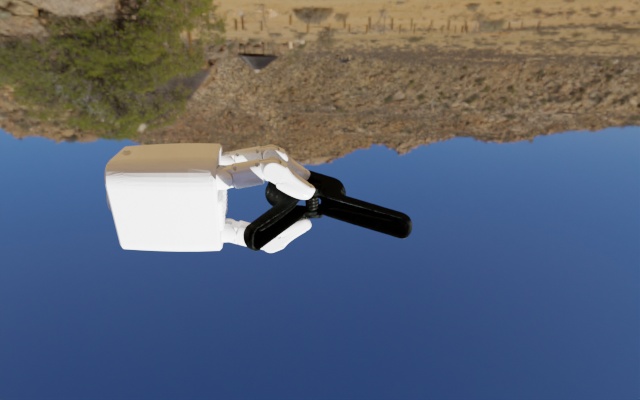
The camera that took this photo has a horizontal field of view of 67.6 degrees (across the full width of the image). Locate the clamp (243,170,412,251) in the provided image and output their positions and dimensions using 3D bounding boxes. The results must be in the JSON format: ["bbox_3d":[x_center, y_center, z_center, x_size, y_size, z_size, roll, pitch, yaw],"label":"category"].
[{"bbox_3d":[0.000,0.002,0.535,0.164,0.036,0.210,0,19,-7],"label":"clamp"}]
